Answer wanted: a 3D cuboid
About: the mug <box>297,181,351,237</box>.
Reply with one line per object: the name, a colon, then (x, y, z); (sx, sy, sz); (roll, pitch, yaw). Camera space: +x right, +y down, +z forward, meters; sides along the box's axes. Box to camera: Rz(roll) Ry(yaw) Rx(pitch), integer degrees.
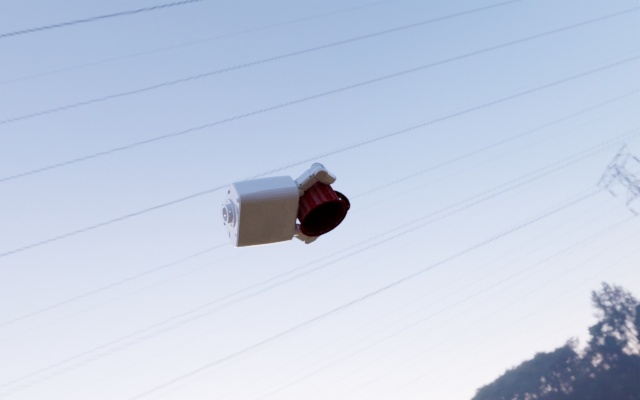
mug: (0.001, 0.002, 0.858); (0.117, 0.093, 0.081); (-7, 48, -30)
